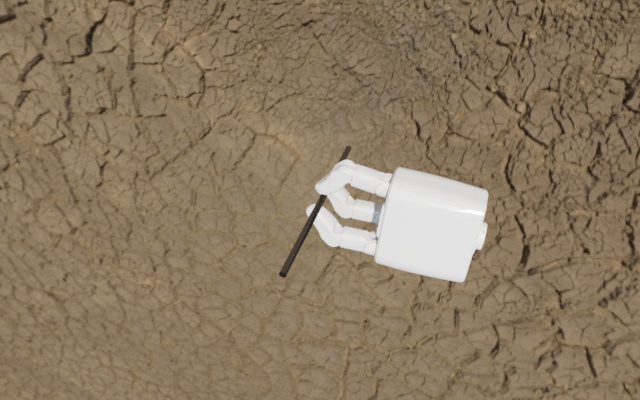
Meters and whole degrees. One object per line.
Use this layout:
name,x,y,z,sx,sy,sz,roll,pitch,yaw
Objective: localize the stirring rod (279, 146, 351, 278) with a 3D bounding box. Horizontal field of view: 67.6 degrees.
stirring rod,0.000,0.002,0.572,0.011,0.011,0.239,0,38,24
